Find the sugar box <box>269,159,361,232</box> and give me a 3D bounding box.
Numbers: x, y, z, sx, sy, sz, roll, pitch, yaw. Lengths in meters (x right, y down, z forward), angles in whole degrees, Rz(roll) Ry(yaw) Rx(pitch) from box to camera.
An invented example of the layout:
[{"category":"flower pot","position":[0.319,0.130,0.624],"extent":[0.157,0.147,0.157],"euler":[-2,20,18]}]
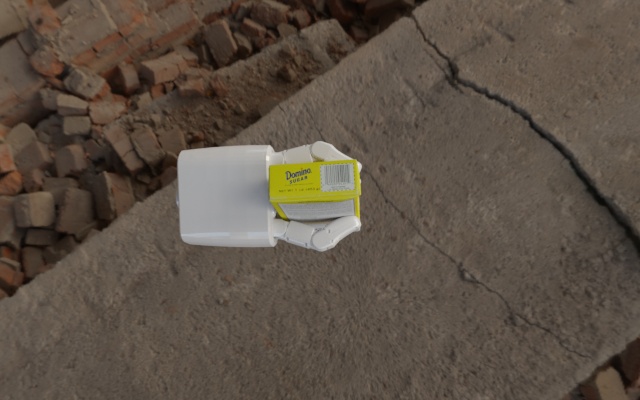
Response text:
[{"category":"sugar box","position":[0.000,0.001,0.560],"extent":[0.093,0.048,0.176],"euler":[-3,-13,3]}]
